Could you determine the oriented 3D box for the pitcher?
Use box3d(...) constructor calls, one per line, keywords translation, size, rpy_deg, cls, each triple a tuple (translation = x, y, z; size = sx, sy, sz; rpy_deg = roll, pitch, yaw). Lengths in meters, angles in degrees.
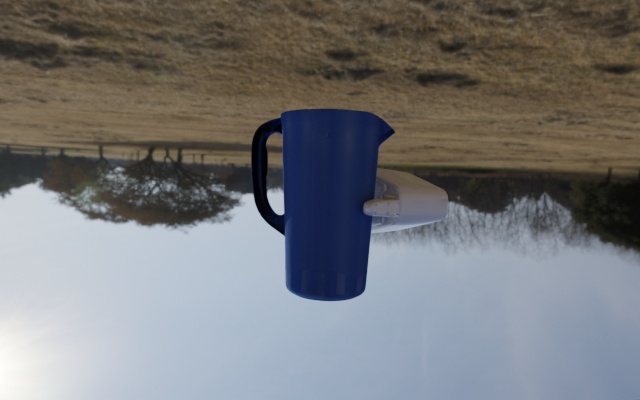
box3d(translation=(0.000, 0.002, 0.635), size=(0.145, 0.243, 0.149), rpy_deg=(0, 4, -38), cls="pitcher")
